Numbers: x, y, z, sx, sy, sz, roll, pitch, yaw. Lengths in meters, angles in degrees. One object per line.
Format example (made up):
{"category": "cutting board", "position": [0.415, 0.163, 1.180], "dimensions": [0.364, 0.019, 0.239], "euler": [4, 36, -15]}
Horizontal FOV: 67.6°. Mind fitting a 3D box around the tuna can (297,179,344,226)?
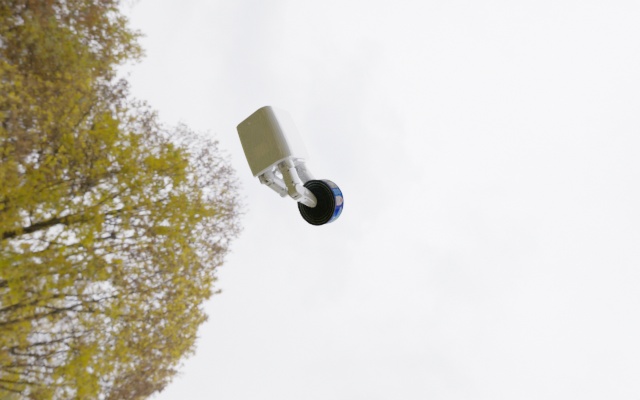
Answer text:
{"category": "tuna can", "position": [0.000, 0.003, 0.879], "dimensions": [0.086, 0.086, 0.034], "euler": [0, 5, 35]}
